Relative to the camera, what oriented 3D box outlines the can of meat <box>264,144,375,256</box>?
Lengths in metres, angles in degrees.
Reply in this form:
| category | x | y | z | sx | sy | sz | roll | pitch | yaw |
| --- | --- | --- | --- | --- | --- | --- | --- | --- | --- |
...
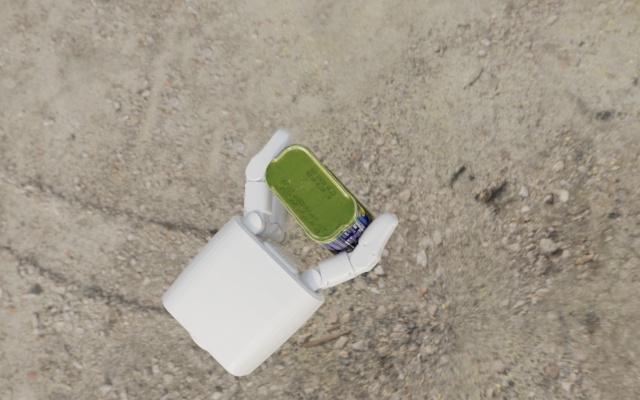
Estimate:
| category | x | y | z | sx | sy | sz | roll | pitch | yaw |
| --- | --- | --- | --- | --- | --- | --- | --- | --- | --- |
| can of meat | 0.000 | 0.001 | 0.456 | 0.057 | 0.102 | 0.084 | -43 | -20 | 3 |
